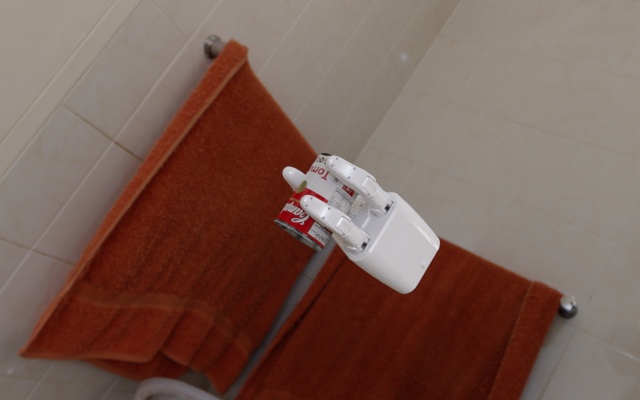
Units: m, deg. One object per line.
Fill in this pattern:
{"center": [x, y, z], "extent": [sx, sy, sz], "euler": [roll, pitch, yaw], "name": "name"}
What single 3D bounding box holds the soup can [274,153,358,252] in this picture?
{"center": [0.000, 0.001, 0.582], "extent": [0.068, 0.102, 0.068], "euler": [32, -10, 6], "name": "soup can"}
